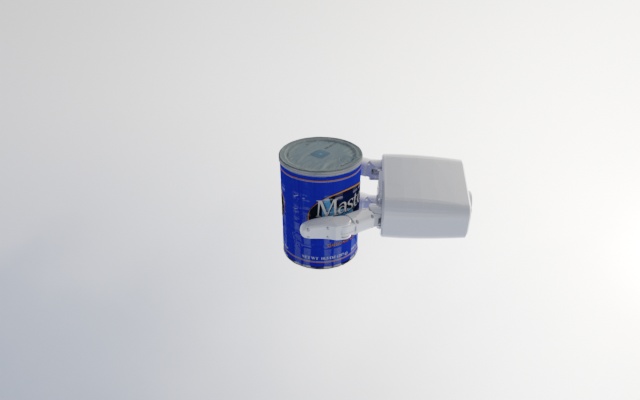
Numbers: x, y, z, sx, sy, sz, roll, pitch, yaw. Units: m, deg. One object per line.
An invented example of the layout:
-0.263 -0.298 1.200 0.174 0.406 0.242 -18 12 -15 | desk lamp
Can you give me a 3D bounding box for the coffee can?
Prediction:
0.000 0.002 0.614 0.103 0.140 0.102 0 31 0 | coffee can
